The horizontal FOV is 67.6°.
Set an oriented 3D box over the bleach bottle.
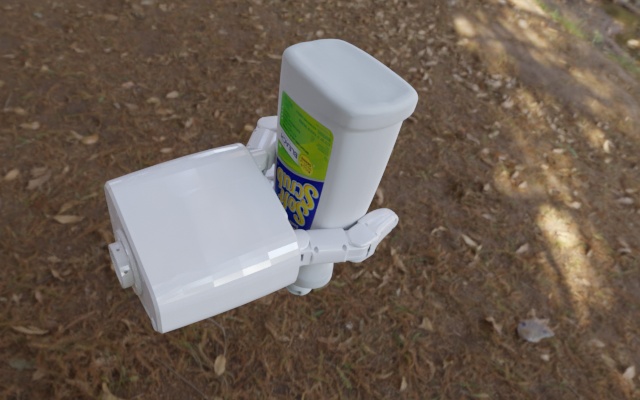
[{"bbox_3d":[0.000,0.001,0.408,0.068,0.251,0.102,-20,51,-30],"label":"bleach bottle"}]
